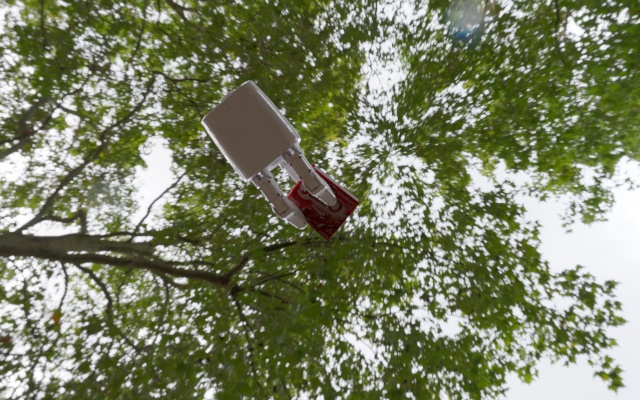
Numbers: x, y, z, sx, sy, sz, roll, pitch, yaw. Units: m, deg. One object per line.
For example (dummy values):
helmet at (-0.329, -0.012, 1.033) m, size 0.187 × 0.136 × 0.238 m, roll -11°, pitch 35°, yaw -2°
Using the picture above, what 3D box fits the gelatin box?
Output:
gelatin box at (0.000, 0.002, 0.693) m, size 0.089 × 0.073 × 0.030 m, roll 38°, pitch 12°, yaw -6°
